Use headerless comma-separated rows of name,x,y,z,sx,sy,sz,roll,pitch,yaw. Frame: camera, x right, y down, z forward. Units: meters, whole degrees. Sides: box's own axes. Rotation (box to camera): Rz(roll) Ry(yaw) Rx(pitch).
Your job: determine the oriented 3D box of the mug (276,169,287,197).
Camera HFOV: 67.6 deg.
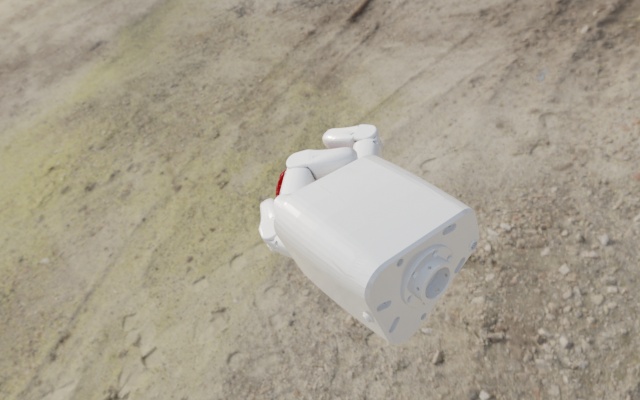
mug,-0.001,0.001,0.475,0.093,0.082,0.117,-42,45,-16
